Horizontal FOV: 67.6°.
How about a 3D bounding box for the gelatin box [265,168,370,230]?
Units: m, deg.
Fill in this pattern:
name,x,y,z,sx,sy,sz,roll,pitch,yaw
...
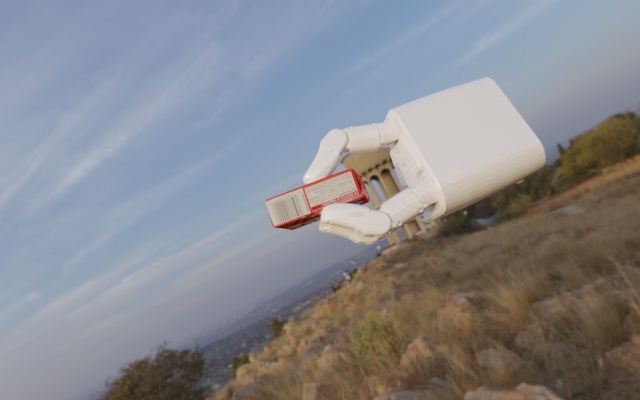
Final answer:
name,x,y,z,sx,sy,sz,roll,pitch,yaw
gelatin box,0.000,0.001,0.458,0.089,0.030,0.073,-20,-8,7
